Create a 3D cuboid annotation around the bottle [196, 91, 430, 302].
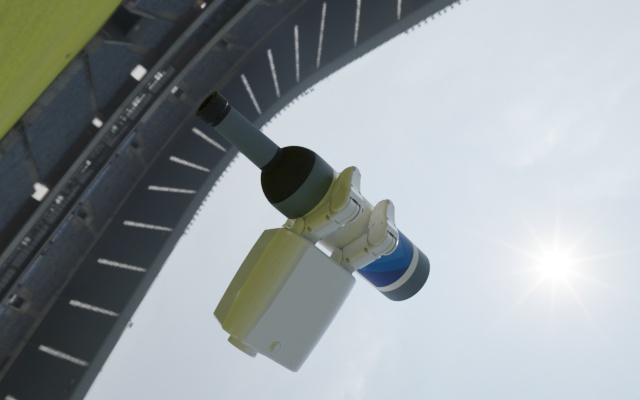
[{"bbox_3d":[0.000,0.002,0.477,0.296,0.069,0.069,41,-23,-29],"label":"bottle"}]
